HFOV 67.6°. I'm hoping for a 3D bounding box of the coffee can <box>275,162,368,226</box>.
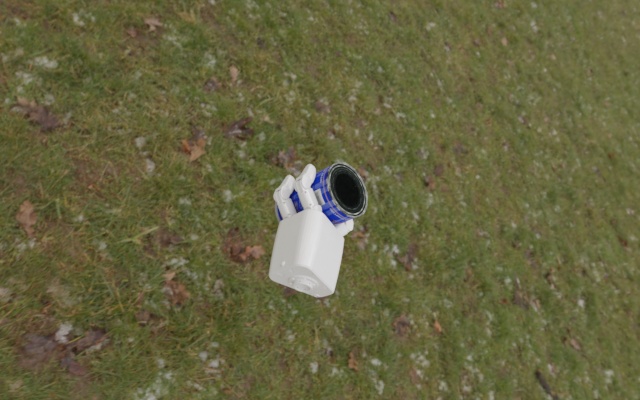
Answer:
[{"bbox_3d":[0.000,0.003,0.869,0.140,0.102,0.103,-25,-17,40],"label":"coffee can"}]
